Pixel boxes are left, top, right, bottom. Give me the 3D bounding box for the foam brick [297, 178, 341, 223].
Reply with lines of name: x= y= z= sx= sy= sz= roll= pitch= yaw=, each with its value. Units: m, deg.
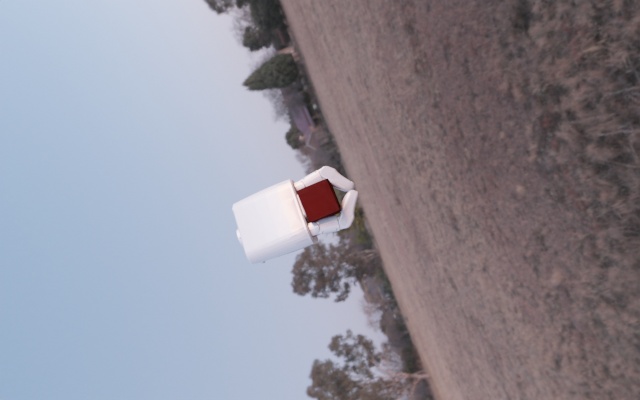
foam brick: x=0.000 y=0.002 z=0.737 sx=0.051 sy=0.053 sz=0.078 roll=-22 pitch=-5 yaw=3
